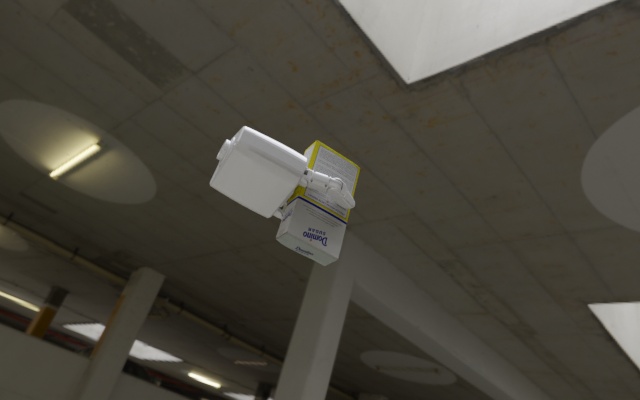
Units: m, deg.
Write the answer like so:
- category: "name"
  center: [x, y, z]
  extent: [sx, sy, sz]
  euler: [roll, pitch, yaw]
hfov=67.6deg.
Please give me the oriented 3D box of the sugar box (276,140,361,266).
- category: "sugar box"
  center: [0.000, 0.002, 0.741]
  extent: [0.093, 0.176, 0.048]
  euler: [30, -33, -19]
